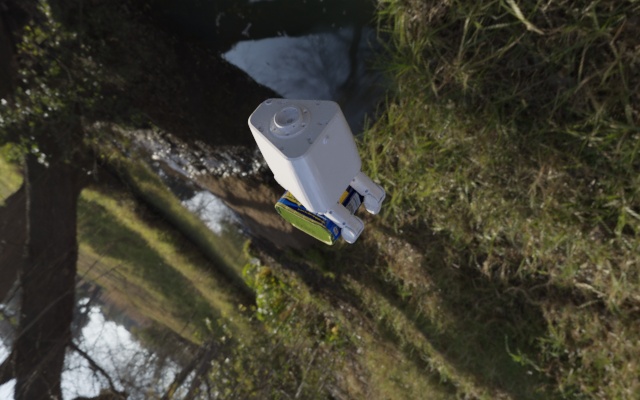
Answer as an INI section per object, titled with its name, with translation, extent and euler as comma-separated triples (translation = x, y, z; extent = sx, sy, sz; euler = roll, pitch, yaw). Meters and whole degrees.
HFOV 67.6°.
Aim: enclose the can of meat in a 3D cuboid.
[can of meat]
translation = 0.000, 0.002, 0.663
extent = 0.102, 0.084, 0.057
euler = 26, -22, 28
